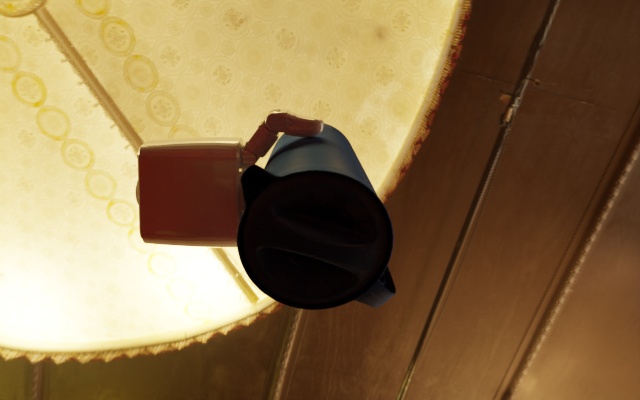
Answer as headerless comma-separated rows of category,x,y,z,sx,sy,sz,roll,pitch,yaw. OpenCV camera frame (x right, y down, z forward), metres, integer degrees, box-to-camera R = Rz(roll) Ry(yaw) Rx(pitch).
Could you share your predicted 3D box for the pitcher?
pitcher,0.000,0.002,0.512,0.145,0.149,0.242,0,22,-1
